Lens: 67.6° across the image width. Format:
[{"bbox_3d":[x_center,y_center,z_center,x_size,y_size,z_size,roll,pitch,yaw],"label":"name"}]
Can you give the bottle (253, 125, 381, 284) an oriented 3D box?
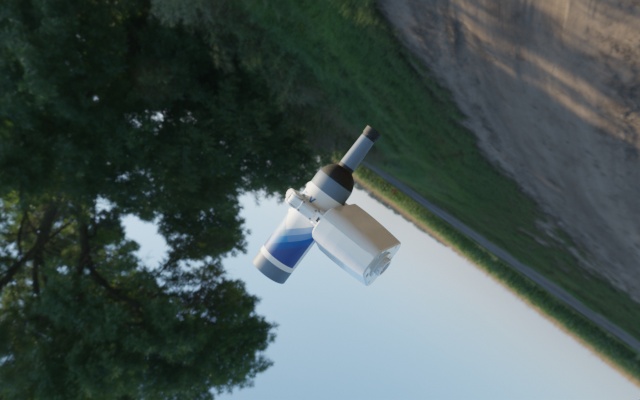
[{"bbox_3d":[0.000,0.003,0.791,0.069,0.296,0.069,36,5,-4],"label":"bottle"}]
